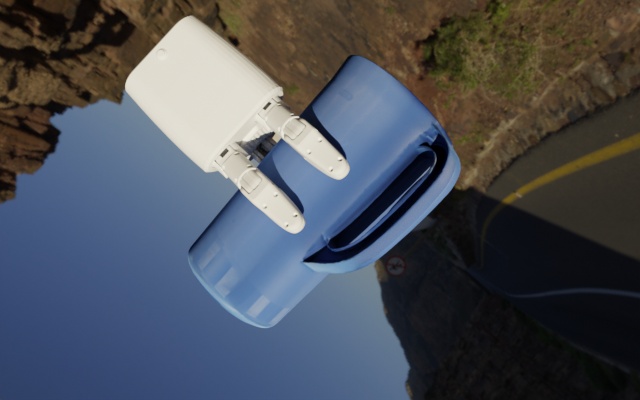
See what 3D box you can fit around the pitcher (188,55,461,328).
[{"bbox_3d":[0.000,0.001,0.436,0.145,0.243,0.149,43,1,4],"label":"pitcher"}]
